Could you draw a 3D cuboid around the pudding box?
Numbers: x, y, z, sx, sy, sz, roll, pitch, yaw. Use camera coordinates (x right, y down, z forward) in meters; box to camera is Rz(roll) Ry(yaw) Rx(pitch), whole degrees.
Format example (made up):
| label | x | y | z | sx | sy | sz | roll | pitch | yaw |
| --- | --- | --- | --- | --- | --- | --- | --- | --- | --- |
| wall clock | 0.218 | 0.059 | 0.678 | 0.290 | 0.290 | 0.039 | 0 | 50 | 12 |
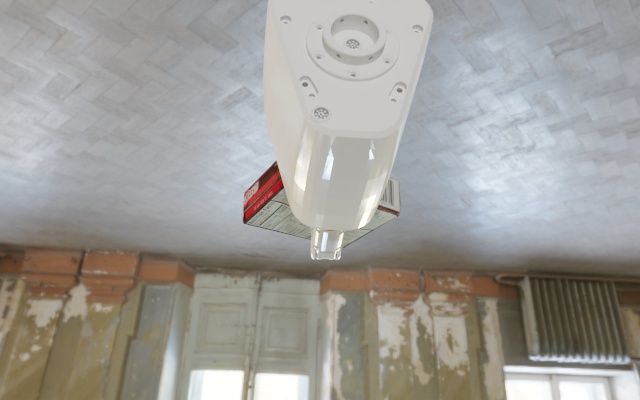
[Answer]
| label | x | y | z | sx | sy | sz | roll | pitch | yaw |
| --- | --- | --- | --- | --- | --- | --- | --- | --- | --- |
| pudding box | 0.000 | 0.002 | 0.421 | 0.113 | 0.039 | 0.090 | 18 | -33 | -27 |
